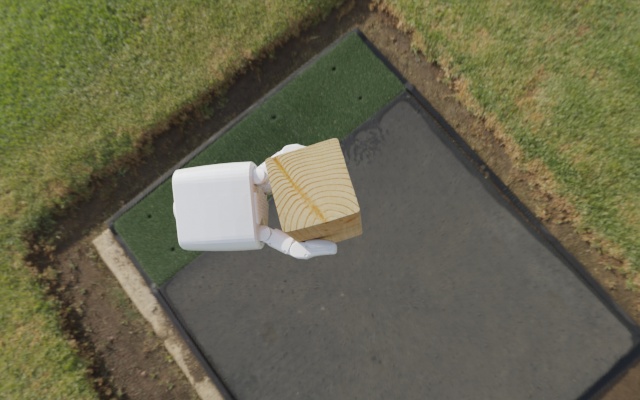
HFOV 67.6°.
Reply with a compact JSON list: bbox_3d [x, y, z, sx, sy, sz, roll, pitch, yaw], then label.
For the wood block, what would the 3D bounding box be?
[{"bbox_3d":[0.000,0.002,0.628,0.090,0.091,0.206,-16,-12,3],"label":"wood block"}]
